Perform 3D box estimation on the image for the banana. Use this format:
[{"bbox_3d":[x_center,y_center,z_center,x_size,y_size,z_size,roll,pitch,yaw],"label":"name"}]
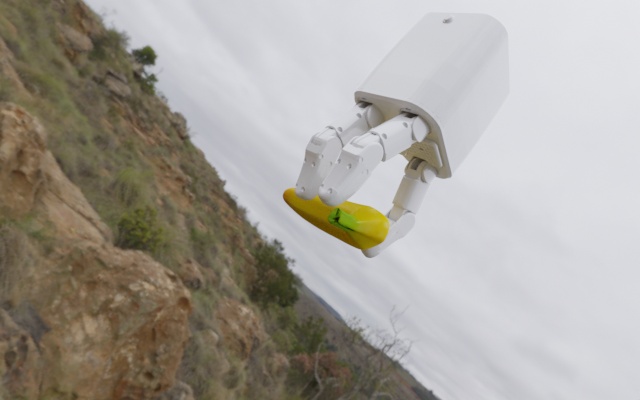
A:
[{"bbox_3d":[0.015,0.012,0.435,0.069,0.037,0.198,37,-6,-15],"label":"banana"}]
